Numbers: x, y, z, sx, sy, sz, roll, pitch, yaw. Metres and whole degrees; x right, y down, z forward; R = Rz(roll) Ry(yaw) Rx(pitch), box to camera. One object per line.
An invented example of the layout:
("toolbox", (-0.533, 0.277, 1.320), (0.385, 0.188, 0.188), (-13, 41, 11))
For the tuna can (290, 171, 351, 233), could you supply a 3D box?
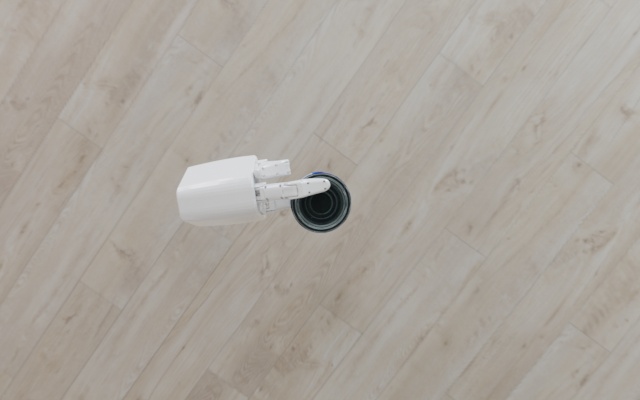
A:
("tuna can", (0.000, 0.002, 0.673), (0.086, 0.086, 0.034), (0, 5, -4))
